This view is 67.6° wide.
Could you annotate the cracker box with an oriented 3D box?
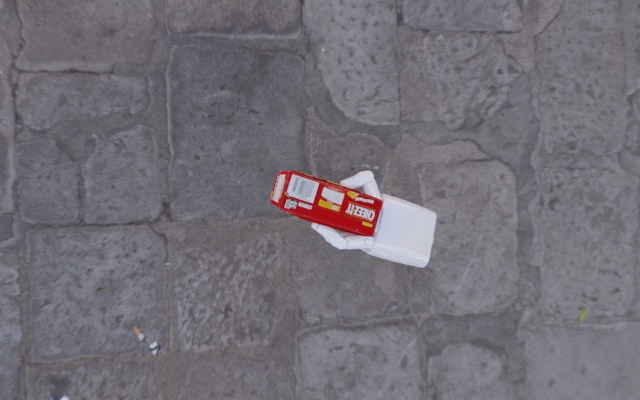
[{"bbox_3d":[0.000,0.003,0.855,0.164,0.072,0.213,17,-1,-10],"label":"cracker box"}]
